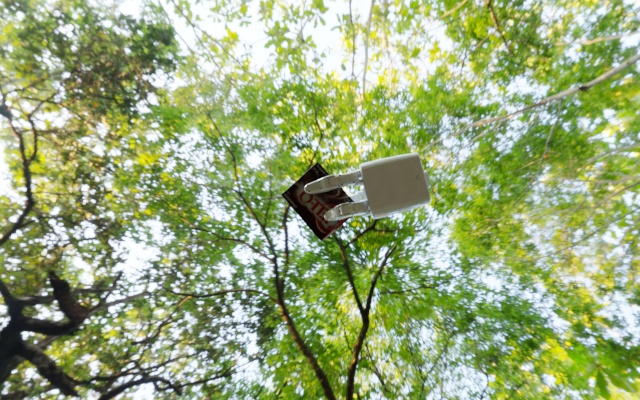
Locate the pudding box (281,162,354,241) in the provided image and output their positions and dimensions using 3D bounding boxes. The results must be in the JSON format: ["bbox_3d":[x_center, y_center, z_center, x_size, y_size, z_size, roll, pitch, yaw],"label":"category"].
[{"bbox_3d":[0.000,0.003,0.855,0.090,0.113,0.039,-42,-11,1],"label":"pudding box"}]
